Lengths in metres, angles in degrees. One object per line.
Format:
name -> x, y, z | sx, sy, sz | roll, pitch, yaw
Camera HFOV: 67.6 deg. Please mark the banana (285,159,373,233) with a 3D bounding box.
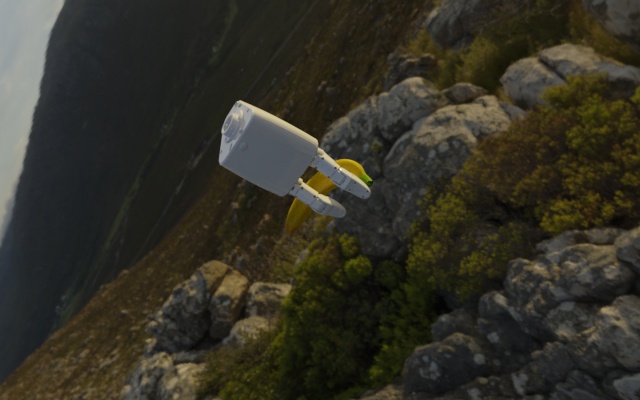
banana -> 0.003, -0.014, 0.762 | 0.037, 0.069, 0.198 | 25, -41, -31
